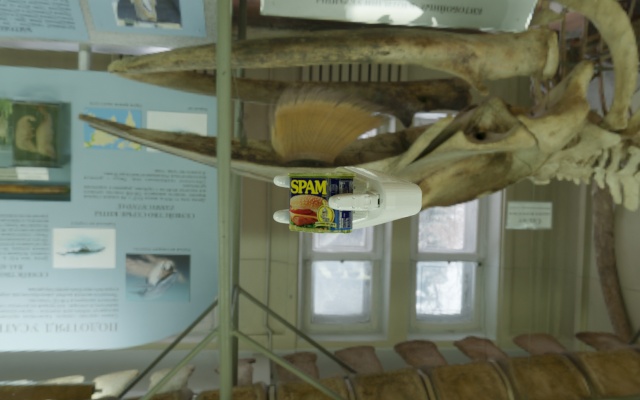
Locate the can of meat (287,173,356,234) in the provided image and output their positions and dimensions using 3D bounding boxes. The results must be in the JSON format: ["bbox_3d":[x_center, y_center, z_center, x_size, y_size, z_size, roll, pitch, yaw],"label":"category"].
[{"bbox_3d":[0.000,0.003,0.685,0.102,0.084,0.057,3,4,41],"label":"can of meat"}]
